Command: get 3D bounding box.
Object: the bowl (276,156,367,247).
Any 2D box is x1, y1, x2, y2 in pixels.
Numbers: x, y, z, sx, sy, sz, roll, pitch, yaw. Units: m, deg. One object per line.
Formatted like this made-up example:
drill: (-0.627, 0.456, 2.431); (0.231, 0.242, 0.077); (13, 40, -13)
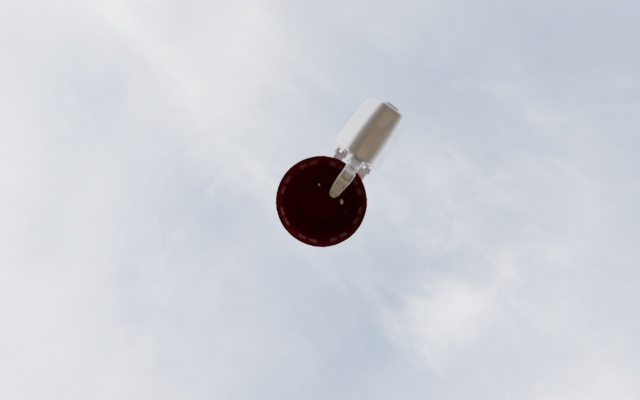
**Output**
bowl: (-0.001, 0.004, 0.863); (0.162, 0.162, 0.055); (0, -3, -5)
